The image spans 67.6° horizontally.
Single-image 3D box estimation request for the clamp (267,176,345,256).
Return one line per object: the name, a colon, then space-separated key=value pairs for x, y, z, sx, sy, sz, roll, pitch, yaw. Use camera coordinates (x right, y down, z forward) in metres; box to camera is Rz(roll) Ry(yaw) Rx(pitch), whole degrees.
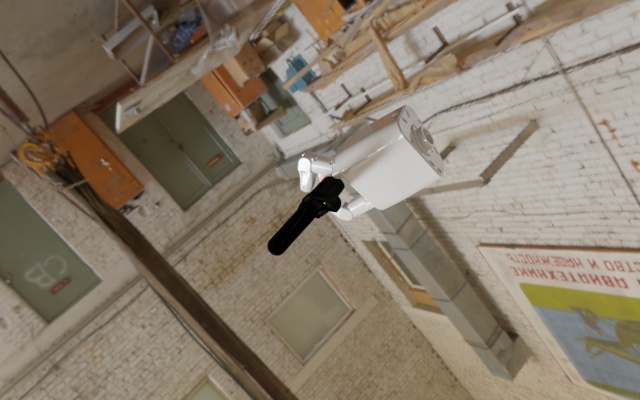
clamp: x=0.000 y=0.003 z=0.652 sx=0.120 sy=0.039 sz=0.171 roll=-30 pitch=15 yaw=32
